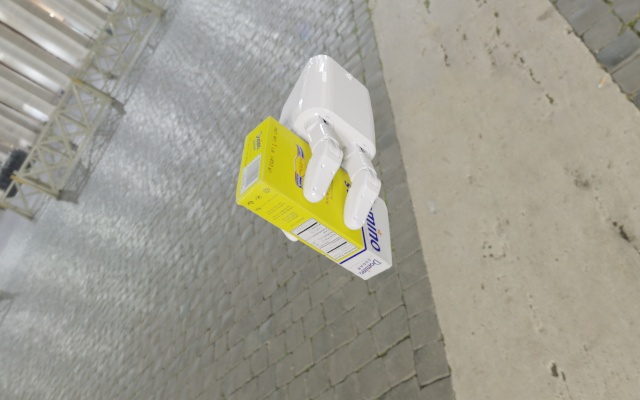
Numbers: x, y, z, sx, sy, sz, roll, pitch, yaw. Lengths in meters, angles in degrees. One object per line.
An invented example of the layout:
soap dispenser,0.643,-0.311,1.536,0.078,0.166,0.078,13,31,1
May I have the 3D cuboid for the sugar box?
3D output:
sugar box,0.000,0.001,0.484,0.176,0.093,0.048,31,-50,-30
